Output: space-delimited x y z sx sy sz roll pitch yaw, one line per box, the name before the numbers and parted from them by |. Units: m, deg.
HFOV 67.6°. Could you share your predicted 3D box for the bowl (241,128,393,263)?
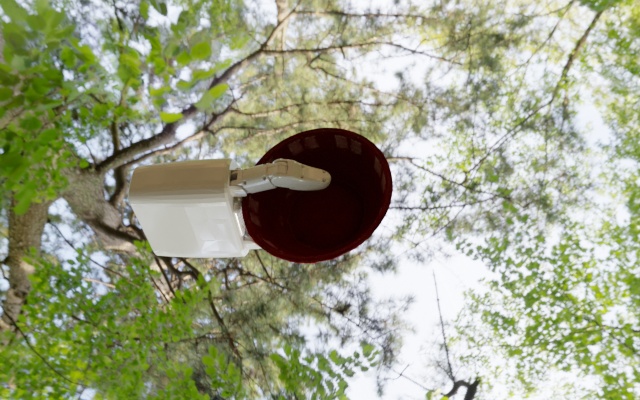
bowl | 0.001 0.002 0.513 0.162 0.162 0.055 0 -29 17
